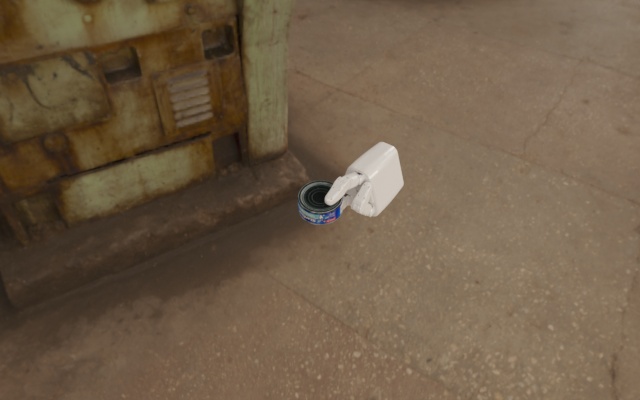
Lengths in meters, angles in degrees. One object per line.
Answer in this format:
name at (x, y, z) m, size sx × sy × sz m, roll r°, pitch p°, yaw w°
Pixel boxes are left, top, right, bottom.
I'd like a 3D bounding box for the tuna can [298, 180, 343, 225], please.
tuna can at (0.000, 0.003, 0.889) m, size 0.086 × 0.086 × 0.034 m, roll 0°, pitch -42°, yaw 1°
